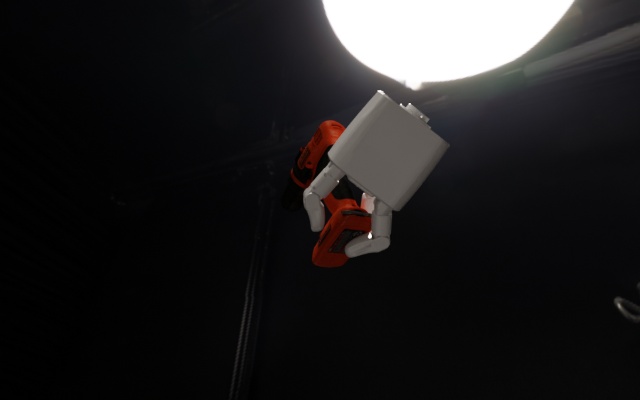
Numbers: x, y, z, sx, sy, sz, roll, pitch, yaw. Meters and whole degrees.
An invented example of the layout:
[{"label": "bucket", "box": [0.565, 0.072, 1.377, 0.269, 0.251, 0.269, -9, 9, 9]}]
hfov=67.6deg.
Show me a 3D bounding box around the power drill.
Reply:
[{"label": "power drill", "box": [0.000, 0.002, 0.710, 0.057, 0.187, 0.184, 5, -44, -29]}]
